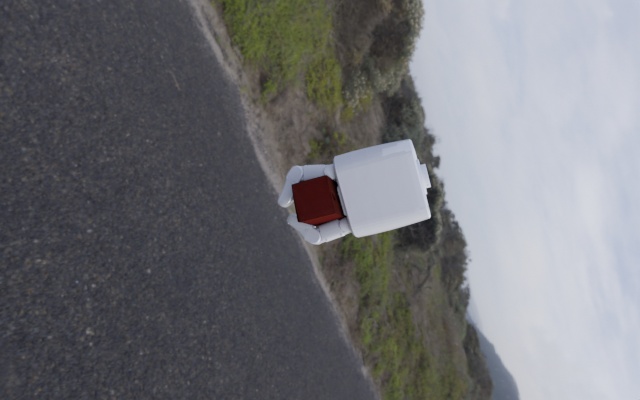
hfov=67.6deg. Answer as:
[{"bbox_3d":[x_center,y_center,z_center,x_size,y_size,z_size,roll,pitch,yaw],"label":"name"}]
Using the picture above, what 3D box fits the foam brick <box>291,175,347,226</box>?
[{"bbox_3d":[0.000,0.002,0.645,0.051,0.053,0.078,-14,-10,14],"label":"foam brick"}]
